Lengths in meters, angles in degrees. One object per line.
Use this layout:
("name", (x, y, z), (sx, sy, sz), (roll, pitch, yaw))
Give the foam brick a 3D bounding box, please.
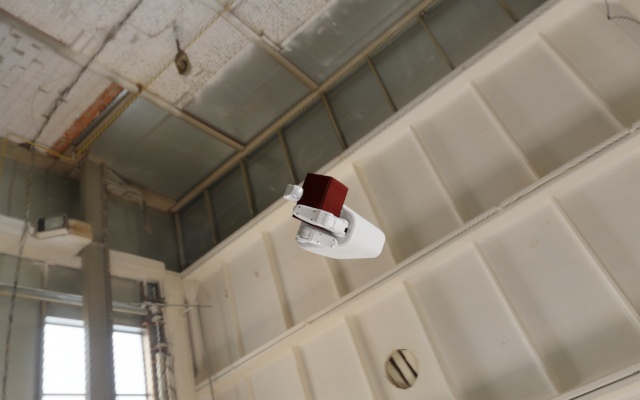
("foam brick", (0.000, 0.002, 0.755), (0.053, 0.078, 0.051), (14, -8, 41))
